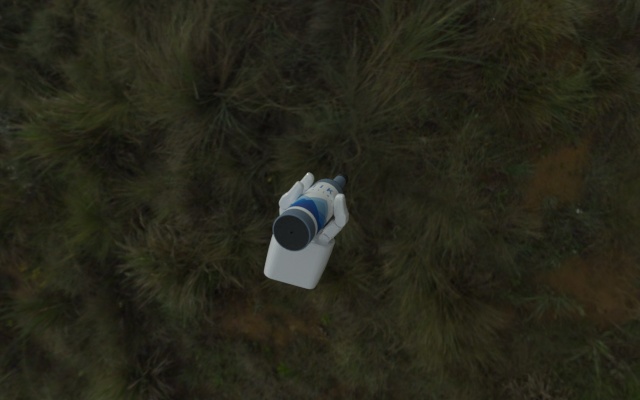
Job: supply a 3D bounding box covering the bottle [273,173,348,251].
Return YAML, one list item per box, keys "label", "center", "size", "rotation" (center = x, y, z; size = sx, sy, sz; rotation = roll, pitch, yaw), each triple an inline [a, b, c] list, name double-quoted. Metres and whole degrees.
- label: "bottle"
  center: [0.000, 0.003, 0.898]
  size: [0.069, 0.069, 0.295]
  rotation: [0, 20, 20]
